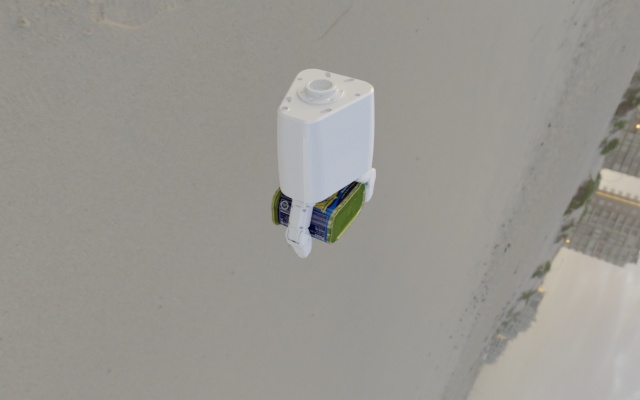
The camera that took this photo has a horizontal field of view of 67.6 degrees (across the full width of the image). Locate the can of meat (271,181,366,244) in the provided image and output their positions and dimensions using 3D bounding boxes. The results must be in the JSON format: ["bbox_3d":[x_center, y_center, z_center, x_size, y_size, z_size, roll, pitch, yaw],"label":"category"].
[{"bbox_3d":[0.000,0.002,0.611,0.084,0.057,0.102,20,42,22],"label":"can of meat"}]
